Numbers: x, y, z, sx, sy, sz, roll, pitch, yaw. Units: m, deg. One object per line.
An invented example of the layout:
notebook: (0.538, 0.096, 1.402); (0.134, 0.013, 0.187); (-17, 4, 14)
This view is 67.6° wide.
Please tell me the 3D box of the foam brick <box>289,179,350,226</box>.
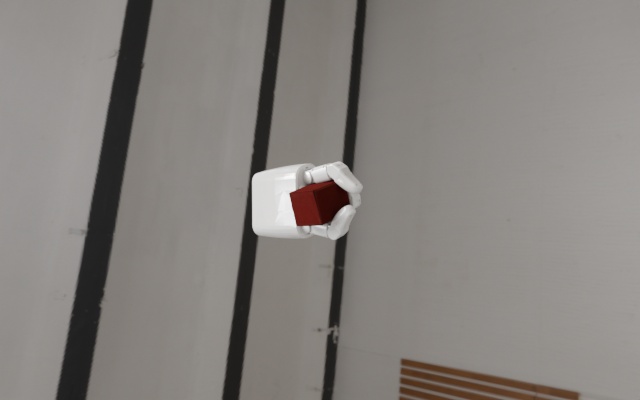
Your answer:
foam brick: (0.000, 0.002, 0.710); (0.051, 0.053, 0.078); (-4, 13, 39)
